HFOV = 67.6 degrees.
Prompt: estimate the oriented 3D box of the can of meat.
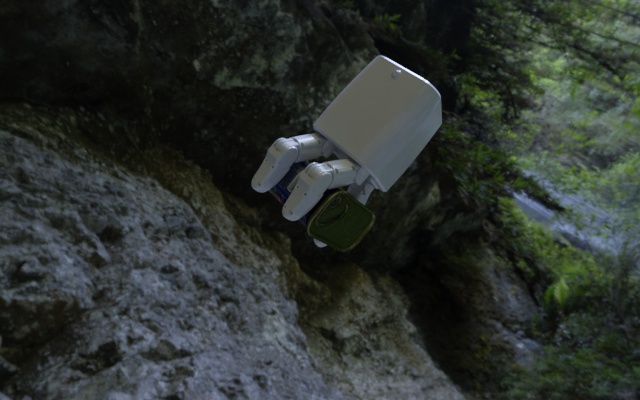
[{"bbox_3d":[0.000,0.002,0.521,0.084,0.057,0.102,43,6,34],"label":"can of meat"}]
